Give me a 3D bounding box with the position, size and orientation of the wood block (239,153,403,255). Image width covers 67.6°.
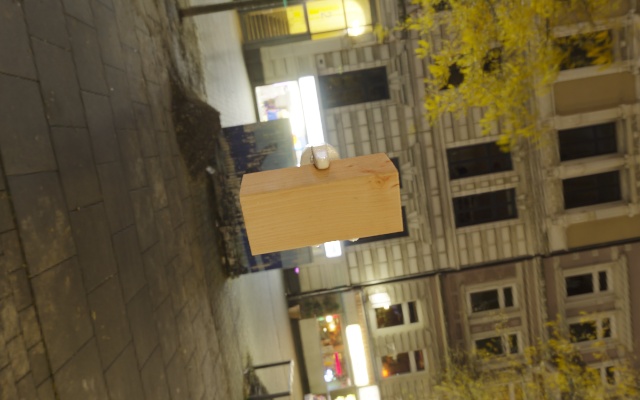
[{"bbox_3d":[0.000,0.002,0.663,0.206,0.091,0.090,-9,23,-1],"label":"wood block"}]
